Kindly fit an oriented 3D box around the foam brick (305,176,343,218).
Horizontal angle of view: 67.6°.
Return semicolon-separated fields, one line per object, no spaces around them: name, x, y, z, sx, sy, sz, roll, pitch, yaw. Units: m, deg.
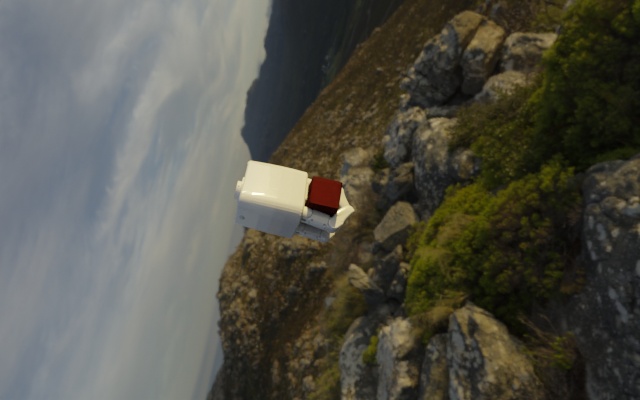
foam brick;0.000;0.002;0.817;0.051;0.053;0.078;14;-29;-9
